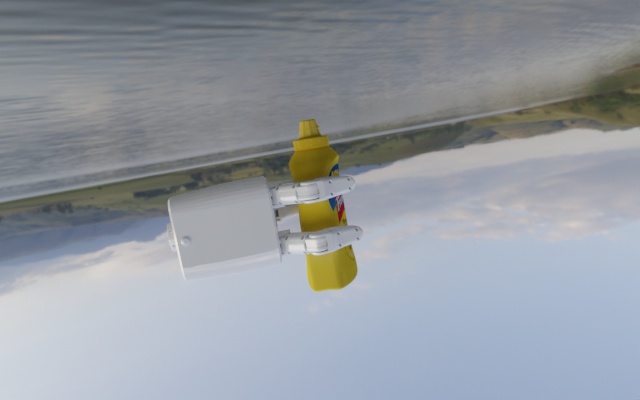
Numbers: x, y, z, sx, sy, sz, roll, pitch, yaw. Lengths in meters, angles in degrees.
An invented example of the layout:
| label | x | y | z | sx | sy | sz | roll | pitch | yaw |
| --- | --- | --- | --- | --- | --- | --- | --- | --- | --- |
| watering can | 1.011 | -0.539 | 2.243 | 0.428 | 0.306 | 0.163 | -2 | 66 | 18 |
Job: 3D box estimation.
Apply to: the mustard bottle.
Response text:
| label | x | y | z | sx | sy | sz | roll | pitch | yaw |
| --- | --- | --- | --- | --- | --- | --- | --- | --- | --- |
| mustard bottle | 0.000 | 0.002 | 0.558 | 0.058 | 0.191 | 0.096 | -8 | 7 | 14 |
